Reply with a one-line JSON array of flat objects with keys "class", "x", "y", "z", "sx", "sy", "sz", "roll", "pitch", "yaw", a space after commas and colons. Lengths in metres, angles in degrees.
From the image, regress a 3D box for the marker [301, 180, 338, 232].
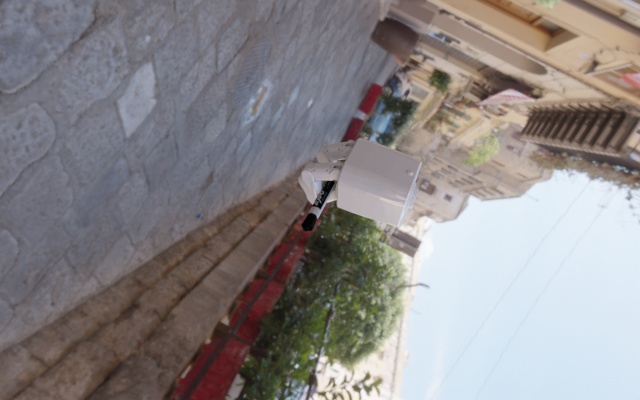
[{"class": "marker", "x": 0.000, "y": 0.002, "z": 0.752, "sx": 0.020, "sy": 0.020, "sz": 0.121, "roll": 0, "pitch": 43, "yaw": 31}]
